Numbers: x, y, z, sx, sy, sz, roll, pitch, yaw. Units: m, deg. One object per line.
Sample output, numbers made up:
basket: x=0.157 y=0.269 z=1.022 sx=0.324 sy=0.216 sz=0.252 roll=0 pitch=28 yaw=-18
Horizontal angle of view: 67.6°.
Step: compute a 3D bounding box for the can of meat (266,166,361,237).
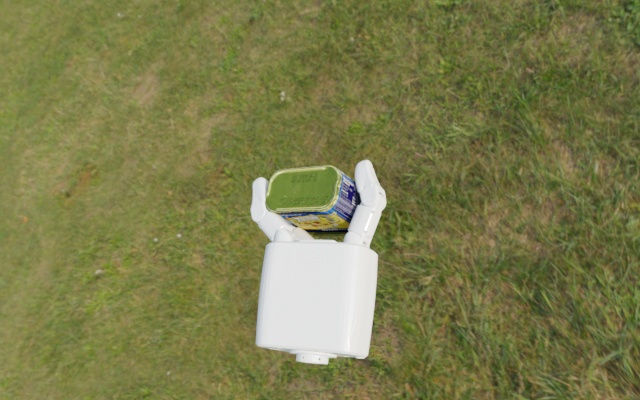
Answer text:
can of meat: x=0.000 y=0.002 z=0.543 sx=0.102 sy=0.057 sz=0.084 roll=-3 pitch=-22 yaw=34
